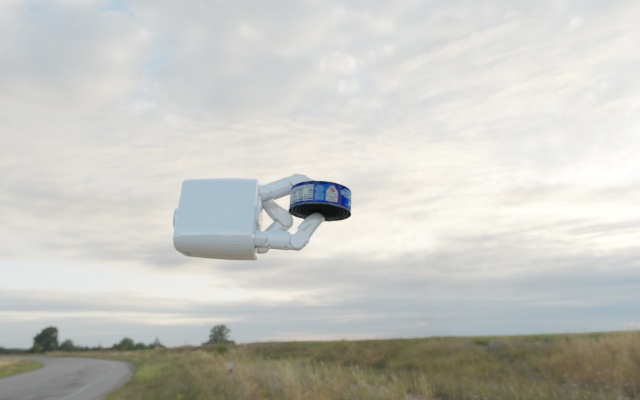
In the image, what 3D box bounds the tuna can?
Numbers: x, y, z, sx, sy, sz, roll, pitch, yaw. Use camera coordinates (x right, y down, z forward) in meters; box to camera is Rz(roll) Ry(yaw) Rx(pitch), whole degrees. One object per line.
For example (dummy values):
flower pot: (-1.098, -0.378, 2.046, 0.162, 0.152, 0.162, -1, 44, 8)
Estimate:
tuna can: (0.000, 0.002, 0.651, 0.086, 0.033, 0.086, 3, -18, 1)
